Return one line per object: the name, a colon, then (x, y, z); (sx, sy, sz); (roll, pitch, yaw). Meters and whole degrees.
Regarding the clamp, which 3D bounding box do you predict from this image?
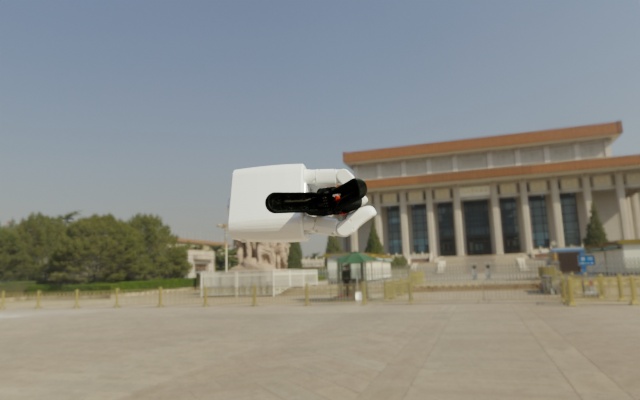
clamp: (0.000, 0.001, 0.615); (0.120, 0.039, 0.171); (-3, -9, 5)
